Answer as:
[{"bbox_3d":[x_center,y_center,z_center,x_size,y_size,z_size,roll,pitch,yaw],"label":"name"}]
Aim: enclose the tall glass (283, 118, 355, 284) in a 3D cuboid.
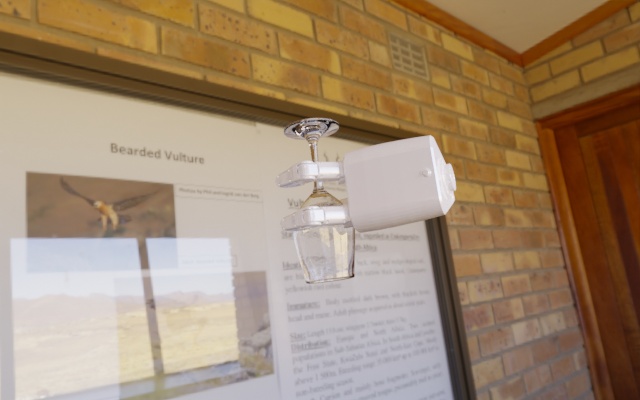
[{"bbox_3d":[0.000,0.001,0.609,0.079,0.201,0.079,-6,-12,-1],"label":"tall glass"}]
